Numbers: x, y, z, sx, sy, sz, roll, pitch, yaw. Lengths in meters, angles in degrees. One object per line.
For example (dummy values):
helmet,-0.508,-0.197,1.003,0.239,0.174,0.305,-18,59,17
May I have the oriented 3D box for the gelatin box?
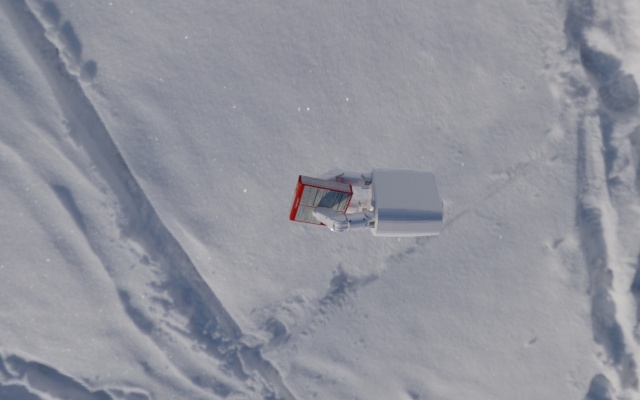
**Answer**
gelatin box,0.000,0.003,0.769,0.089,0.073,0.030,9,34,-13
